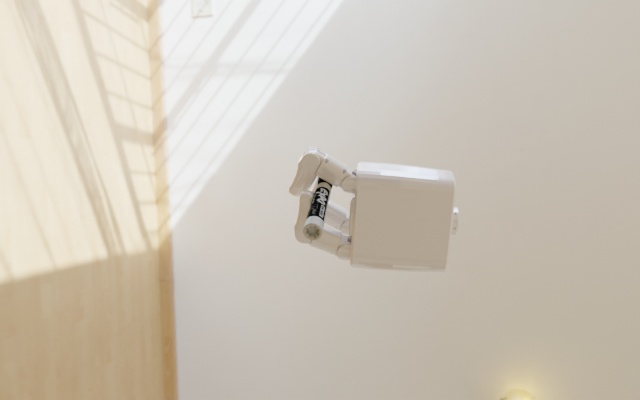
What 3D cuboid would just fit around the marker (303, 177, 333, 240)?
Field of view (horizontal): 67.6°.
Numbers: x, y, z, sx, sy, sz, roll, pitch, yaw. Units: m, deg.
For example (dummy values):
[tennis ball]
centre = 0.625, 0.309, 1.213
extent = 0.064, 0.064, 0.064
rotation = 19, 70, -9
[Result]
[marker]
centre = 0.000, 0.002, 0.499
extent = 0.020, 0.020, 0.121
rotation = 0, 28, 8
